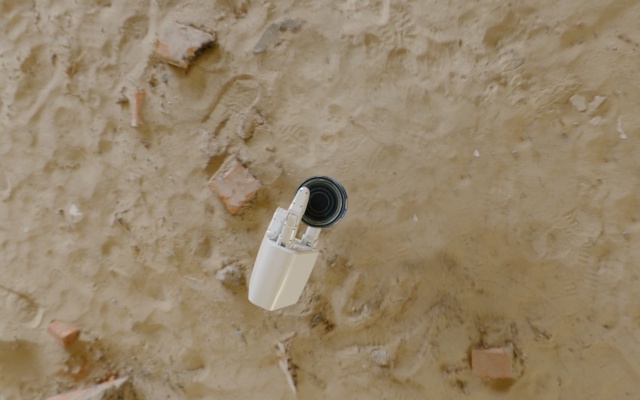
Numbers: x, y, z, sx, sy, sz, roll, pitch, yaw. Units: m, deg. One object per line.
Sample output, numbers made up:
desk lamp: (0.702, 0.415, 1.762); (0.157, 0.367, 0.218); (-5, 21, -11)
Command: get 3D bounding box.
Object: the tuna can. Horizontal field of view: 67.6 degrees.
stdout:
tuna can: (0.000, 0.002, 0.768); (0.086, 0.086, 0.034); (0, 0, 10)
